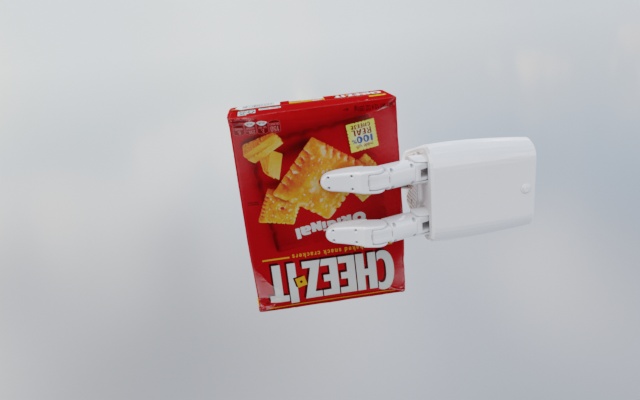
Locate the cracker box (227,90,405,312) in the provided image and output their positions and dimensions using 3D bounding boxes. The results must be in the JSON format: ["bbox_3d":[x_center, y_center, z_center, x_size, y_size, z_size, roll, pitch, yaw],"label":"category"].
[{"bbox_3d":[0.000,0.001,0.505,0.164,0.214,0.072,-7,19,-3],"label":"cracker box"}]
